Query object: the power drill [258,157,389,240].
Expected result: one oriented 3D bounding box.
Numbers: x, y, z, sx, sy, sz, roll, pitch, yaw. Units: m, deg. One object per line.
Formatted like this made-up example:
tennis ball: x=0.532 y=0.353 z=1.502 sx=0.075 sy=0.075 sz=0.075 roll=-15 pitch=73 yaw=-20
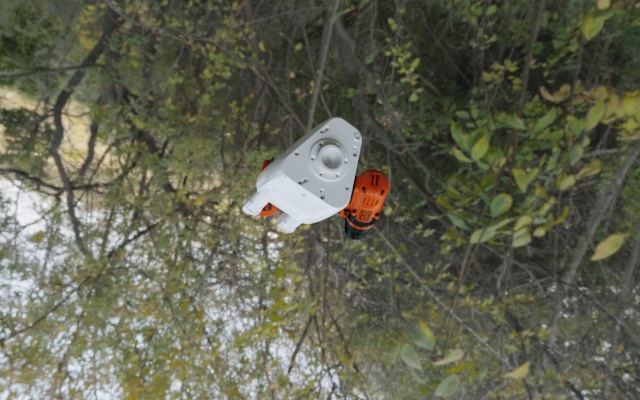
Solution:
power drill: x=0.000 y=0.002 z=0.731 sx=0.187 sy=0.057 sz=0.184 roll=8 pitch=-29 yaw=-2
